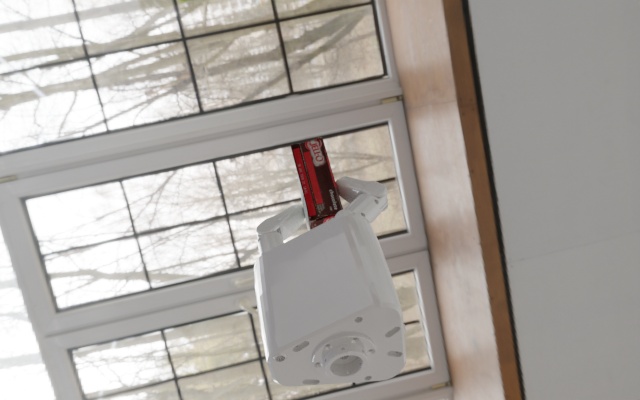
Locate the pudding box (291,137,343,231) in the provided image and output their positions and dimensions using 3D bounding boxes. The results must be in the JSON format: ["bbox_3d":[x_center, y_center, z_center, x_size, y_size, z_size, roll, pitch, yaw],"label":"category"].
[{"bbox_3d":[0.000,0.002,0.506,0.039,0.090,0.113,-12,-26,-3],"label":"pudding box"}]
